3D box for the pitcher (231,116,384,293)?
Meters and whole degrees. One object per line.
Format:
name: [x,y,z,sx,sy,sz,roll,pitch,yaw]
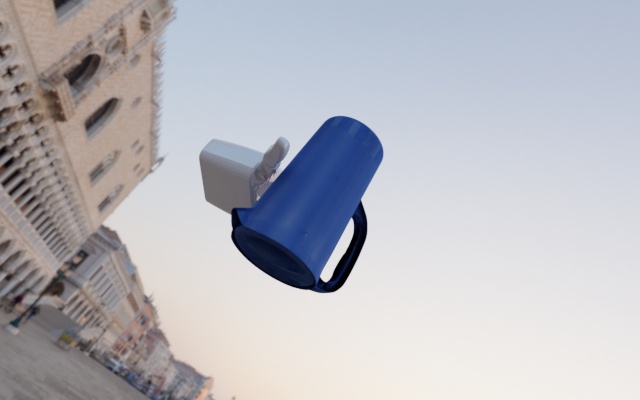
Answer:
pitcher: [0.000,0.002,0.683,0.145,0.242,0.149,21,-30,24]
